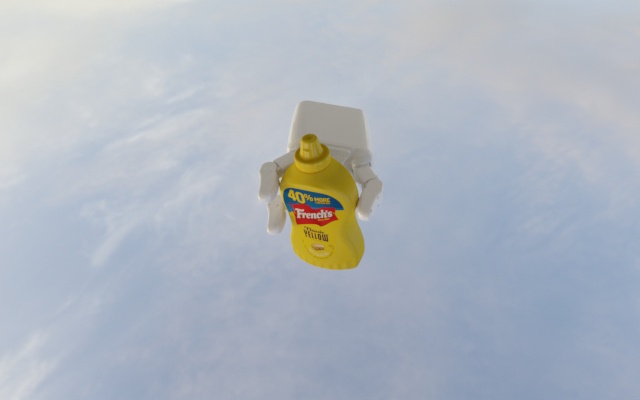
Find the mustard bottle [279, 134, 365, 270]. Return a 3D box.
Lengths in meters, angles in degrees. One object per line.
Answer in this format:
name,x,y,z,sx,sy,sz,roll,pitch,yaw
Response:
mustard bottle,0.000,0.002,0.583,0.096,0.192,0.058,12,46,23
